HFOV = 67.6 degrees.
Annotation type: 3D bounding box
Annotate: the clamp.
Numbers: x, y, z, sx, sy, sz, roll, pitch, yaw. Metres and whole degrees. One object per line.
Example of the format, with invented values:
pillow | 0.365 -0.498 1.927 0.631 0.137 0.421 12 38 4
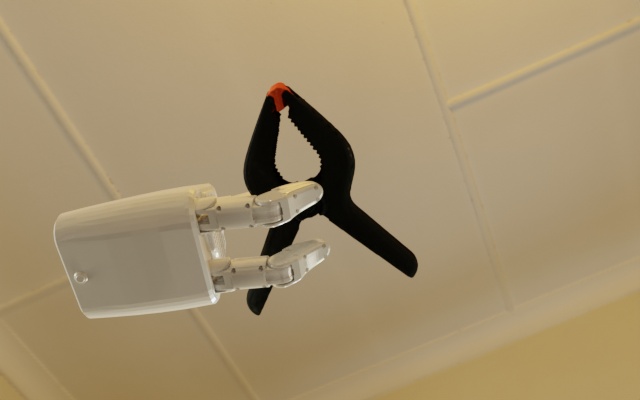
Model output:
clamp | 0.000 0.001 0.419 0.164 0.210 0.036 -8 23 -1
